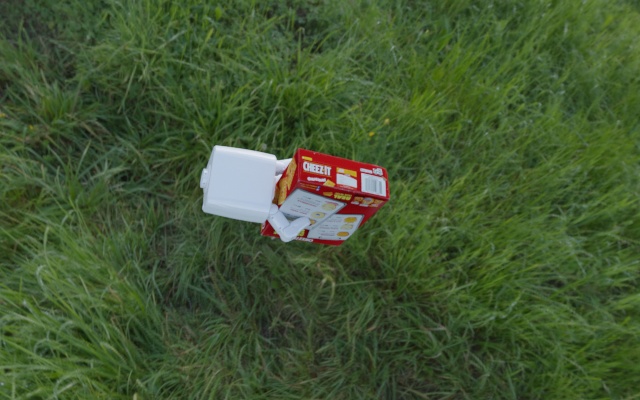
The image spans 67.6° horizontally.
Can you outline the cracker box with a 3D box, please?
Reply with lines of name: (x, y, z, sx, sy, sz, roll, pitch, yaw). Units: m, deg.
cracker box: (0.000, 0.003, 0.856, 0.164, 0.072, 0.214, 10, -30, -19)
